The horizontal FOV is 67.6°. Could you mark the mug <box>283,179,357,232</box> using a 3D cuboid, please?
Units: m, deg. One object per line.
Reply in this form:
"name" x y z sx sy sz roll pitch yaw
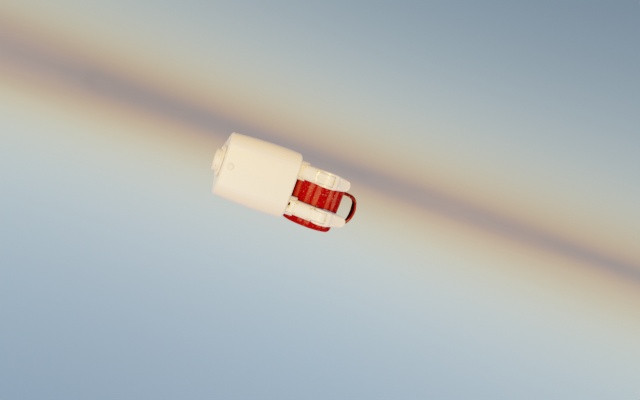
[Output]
"mug" 0.001 0.003 0.752 0.117 0.081 0.093 19 4 -17
